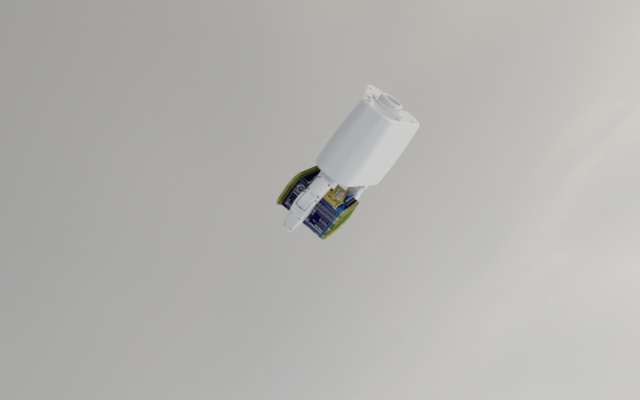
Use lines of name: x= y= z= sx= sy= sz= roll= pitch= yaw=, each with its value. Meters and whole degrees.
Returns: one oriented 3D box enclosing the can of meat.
can of meat: x=0.000 y=0.002 z=0.671 sx=0.084 sy=0.057 sz=0.102 roll=40 pitch=23 yaw=8
